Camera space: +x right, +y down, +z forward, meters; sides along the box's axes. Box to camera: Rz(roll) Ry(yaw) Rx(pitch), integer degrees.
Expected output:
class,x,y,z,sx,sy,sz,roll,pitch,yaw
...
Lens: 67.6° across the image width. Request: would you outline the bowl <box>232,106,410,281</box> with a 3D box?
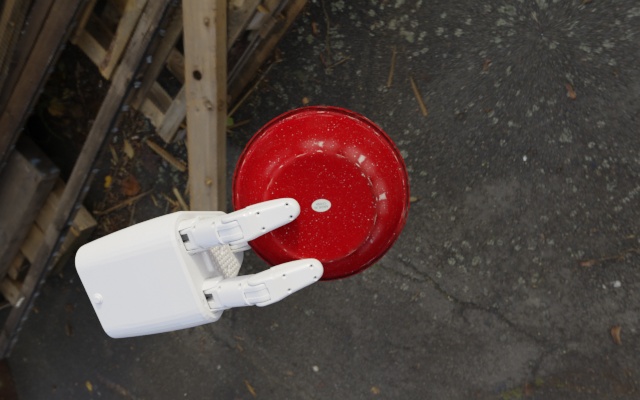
class,x,y,z,sx,sy,sz,roll,pitch,yaw
bowl,0.001,0.001,0.407,0.162,0.162,0.055,0,11,1
